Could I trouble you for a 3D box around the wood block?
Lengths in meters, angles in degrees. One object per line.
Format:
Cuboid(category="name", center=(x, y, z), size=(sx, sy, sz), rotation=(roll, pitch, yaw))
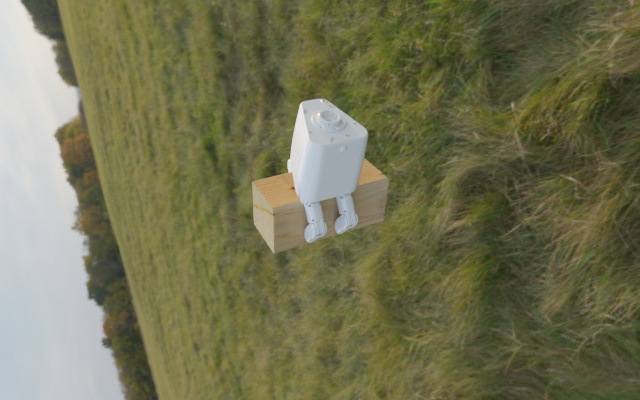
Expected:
Cuboid(category="wood block", center=(0.000, 0.002, 0.796), size=(0.206, 0.090, 0.090), rotation=(-14, 37, -24))
